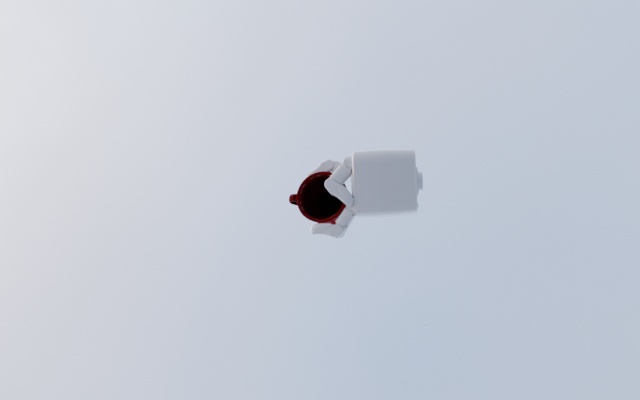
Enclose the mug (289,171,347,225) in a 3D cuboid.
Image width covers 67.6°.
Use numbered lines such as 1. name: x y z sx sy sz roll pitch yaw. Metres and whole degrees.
1. mug: -0.001 0.003 0.878 0.117 0.093 0.081 0 -14 14
